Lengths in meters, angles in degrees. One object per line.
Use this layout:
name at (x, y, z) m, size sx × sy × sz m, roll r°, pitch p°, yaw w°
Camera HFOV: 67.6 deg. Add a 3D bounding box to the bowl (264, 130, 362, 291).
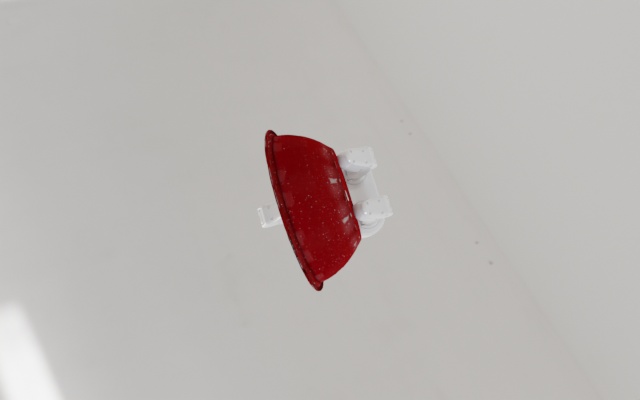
bowl at (0.000, 0.002, 0.458) m, size 0.055 × 0.162 × 0.162 m, roll -18°, pitch -2°, yaw 6°
